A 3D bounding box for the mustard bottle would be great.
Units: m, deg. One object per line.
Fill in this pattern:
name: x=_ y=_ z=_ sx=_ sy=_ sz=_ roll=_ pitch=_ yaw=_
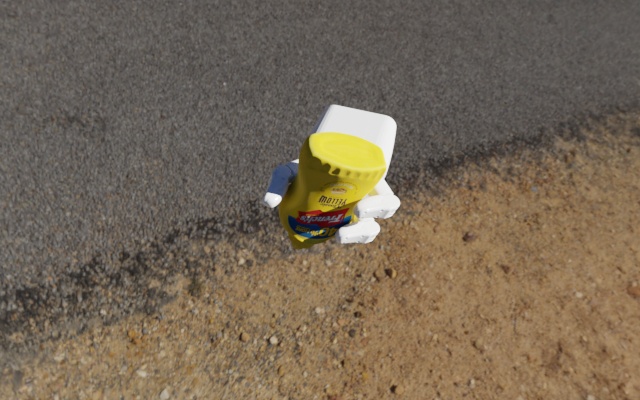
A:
mustard bottle: x=0.000 y=0.002 z=0.593 sx=0.096 sy=0.058 sz=0.192 roll=7 pitch=-40 yaw=-20
